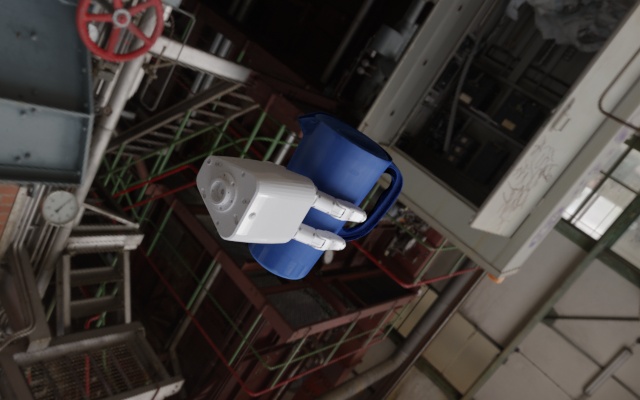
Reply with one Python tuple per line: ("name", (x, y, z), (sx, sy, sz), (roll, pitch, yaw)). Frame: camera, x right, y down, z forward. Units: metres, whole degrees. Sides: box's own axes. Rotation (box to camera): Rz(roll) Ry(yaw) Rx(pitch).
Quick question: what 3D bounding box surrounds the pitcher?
("pitcher", (0.000, 0.002, 0.727), (0.149, 0.243, 0.145), (43, 21, 29))
